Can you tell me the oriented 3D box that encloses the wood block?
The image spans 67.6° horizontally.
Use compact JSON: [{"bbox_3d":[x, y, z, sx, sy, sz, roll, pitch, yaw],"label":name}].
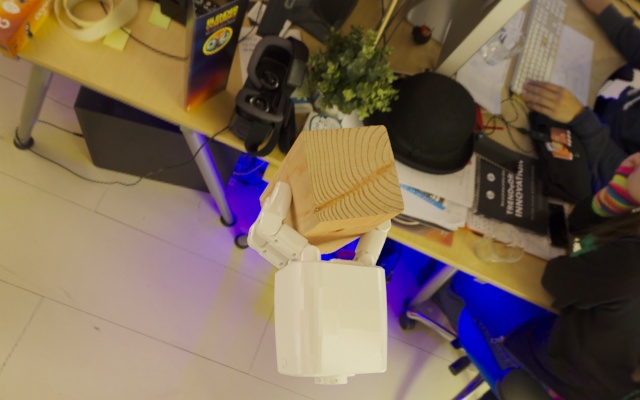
[{"bbox_3d":[0.000,0.002,0.535,0.091,0.090,0.206,-6,-14,-20],"label":"wood block"}]
